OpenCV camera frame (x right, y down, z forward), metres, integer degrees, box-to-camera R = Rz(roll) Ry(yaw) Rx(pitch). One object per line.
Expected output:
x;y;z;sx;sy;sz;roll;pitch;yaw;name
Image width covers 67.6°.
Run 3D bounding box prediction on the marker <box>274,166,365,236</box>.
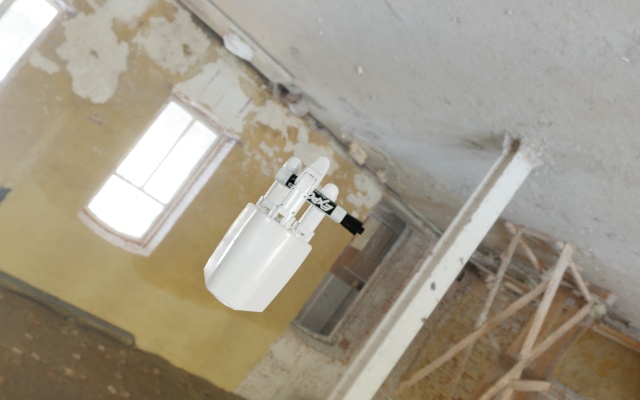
0.000;0.002;0.557;0.121;0.020;0.020;35;2;2;marker
